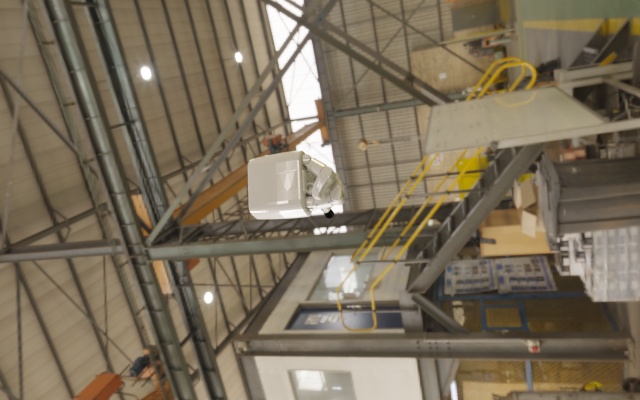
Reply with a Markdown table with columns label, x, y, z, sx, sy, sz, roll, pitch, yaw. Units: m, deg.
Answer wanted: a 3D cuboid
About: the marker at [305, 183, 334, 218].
| label | x | y | z | sx | sy | sz | roll | pitch | yaw |
| --- | --- | --- | --- | --- | --- | --- | --- | --- | --- |
| marker | 0.000 | 0.003 | 0.877 | 0.020 | 0.020 | 0.121 | 0 | -25 | 21 |
